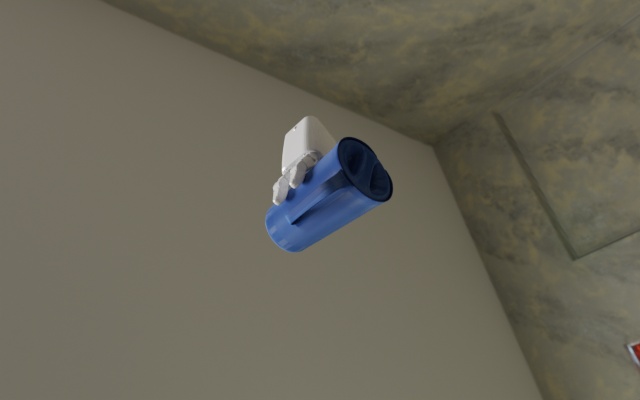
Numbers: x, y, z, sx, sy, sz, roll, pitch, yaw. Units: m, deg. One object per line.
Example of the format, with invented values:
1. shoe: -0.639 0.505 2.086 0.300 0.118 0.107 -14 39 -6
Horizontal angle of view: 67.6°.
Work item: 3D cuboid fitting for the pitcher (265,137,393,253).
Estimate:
1. pitcher: 0.000 0.003 0.884 0.149 0.145 0.243 27 -48 -31
